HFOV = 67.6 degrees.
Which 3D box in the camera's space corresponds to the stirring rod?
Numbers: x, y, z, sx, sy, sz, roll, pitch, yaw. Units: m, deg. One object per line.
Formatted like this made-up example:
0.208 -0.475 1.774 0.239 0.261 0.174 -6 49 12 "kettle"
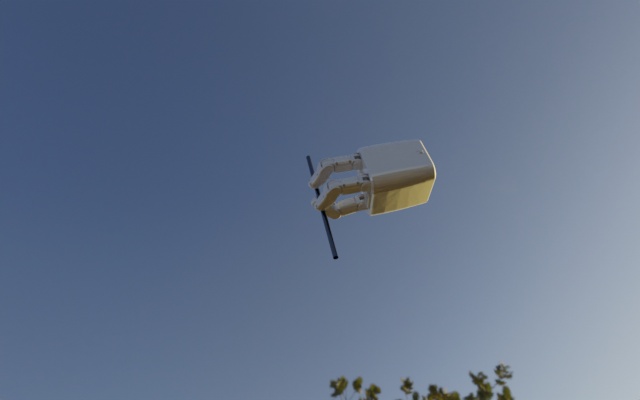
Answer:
0.000 0.003 0.788 0.011 0.011 0.239 0 43 -15 "stirring rod"
